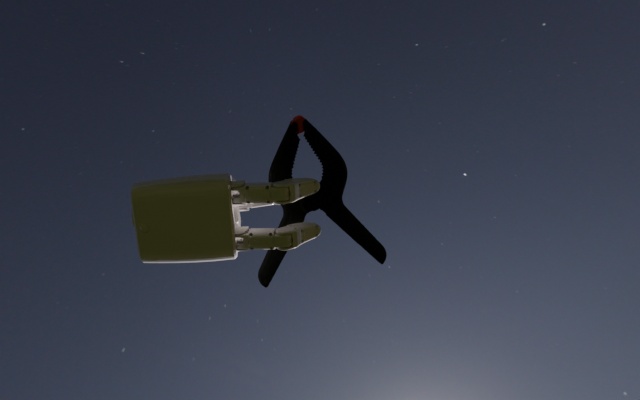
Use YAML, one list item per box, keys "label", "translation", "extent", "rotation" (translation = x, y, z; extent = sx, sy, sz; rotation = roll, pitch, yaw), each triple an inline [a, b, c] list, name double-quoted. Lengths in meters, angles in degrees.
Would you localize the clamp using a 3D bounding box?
- label: "clamp"
  translation: [0.000, 0.001, 0.584]
  extent: [0.164, 0.210, 0.036]
  rotation: [-4, 16, -8]
